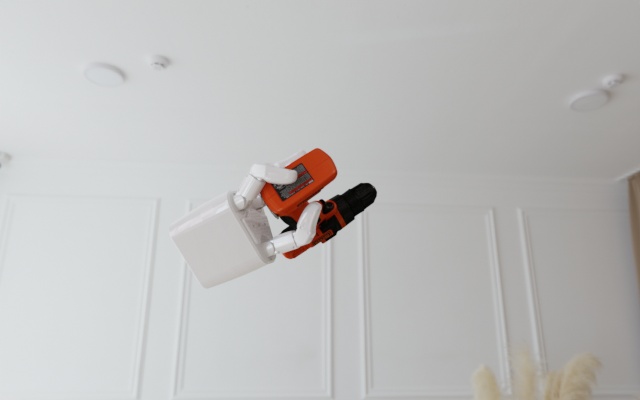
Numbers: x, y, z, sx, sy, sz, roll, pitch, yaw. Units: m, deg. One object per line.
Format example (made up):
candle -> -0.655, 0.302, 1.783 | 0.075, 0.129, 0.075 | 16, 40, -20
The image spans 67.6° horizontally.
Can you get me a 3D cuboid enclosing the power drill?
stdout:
power drill -> 0.000, 0.002, 0.706 | 0.184, 0.057, 0.188 | -35, -28, -6
